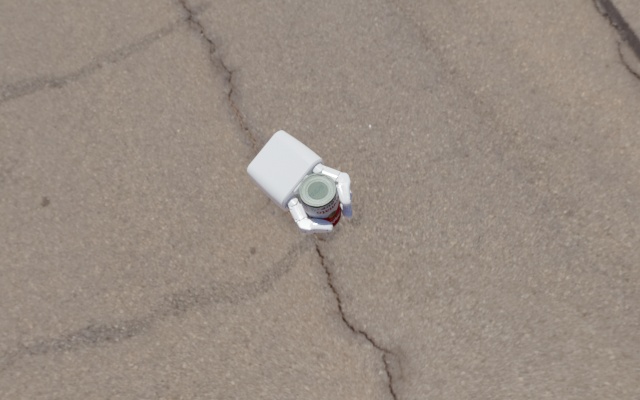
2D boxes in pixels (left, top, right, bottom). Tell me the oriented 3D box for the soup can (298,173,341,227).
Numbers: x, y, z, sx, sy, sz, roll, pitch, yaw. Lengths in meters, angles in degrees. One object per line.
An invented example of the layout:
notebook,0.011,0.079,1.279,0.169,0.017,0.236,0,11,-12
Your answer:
soup can,0.000,0.003,0.858,0.068,0.068,0.102,0,-26,7
